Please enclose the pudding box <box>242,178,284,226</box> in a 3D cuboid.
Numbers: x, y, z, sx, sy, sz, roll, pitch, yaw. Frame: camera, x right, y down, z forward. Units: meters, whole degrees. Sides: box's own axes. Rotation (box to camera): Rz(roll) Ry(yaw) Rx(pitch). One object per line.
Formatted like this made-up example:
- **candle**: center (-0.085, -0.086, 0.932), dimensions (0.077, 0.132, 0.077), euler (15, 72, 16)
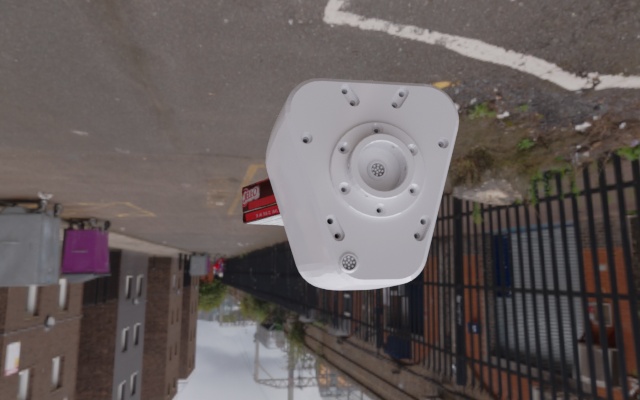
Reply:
- **pudding box**: center (0.000, 0.002, 0.422), dimensions (0.113, 0.039, 0.090), euler (8, -13, -37)
